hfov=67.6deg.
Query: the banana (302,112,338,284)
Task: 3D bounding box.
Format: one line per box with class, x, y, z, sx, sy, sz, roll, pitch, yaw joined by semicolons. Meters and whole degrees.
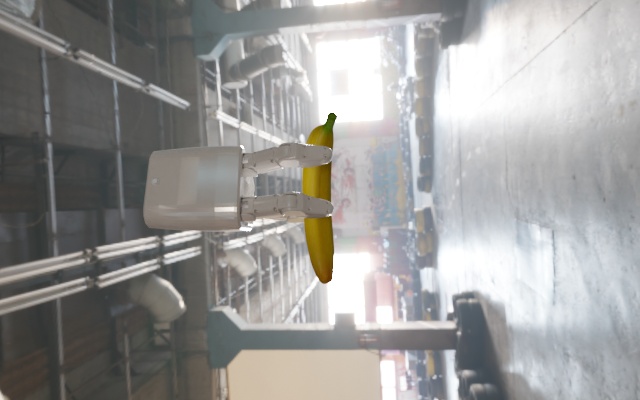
banana;-0.002;-0.003;0.574;0.037;0.198;0.069;0;4;-7
